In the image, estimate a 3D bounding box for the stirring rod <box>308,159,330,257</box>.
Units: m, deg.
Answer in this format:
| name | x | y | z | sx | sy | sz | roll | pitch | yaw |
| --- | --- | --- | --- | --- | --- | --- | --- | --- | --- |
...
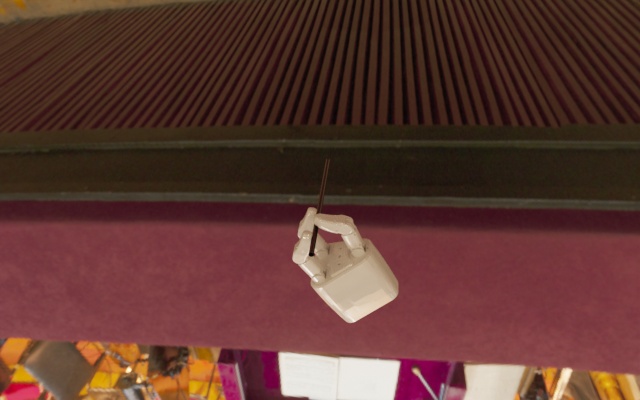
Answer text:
| name | x | y | z | sx | sy | sz | roll | pitch | yaw |
| --- | --- | --- | --- | --- | --- | --- | --- | --- | --- |
| stirring rod | 0.000 | 0.003 | 0.770 | 0.011 | 0.011 | 0.239 | 0 | 38 | 8 |
